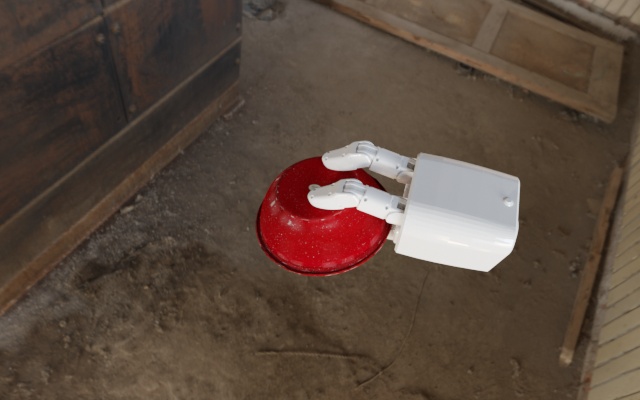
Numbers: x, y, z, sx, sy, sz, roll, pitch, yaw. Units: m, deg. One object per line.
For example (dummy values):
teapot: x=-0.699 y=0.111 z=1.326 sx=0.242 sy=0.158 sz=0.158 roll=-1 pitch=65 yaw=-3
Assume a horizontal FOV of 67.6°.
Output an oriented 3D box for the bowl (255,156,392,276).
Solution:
bowl: x=-0.001 y=0.002 z=0.537 sx=0.162 sy=0.162 sz=0.055 roll=0 pitch=-39 yaw=10
